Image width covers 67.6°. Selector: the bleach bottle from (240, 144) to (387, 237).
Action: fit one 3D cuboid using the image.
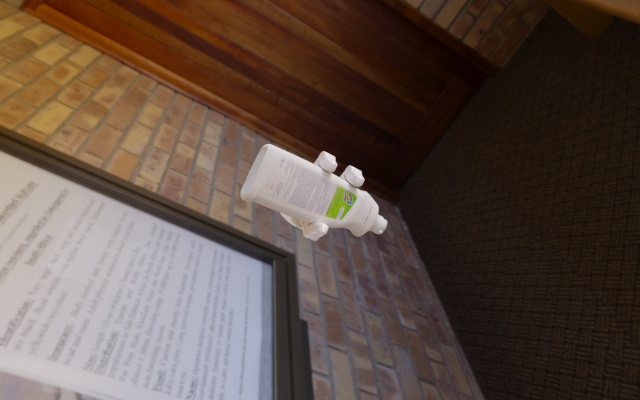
[{"bbox_3d":[0.000,0.003,0.803,0.251,0.102,0.068,26,-3,-20],"label":"bleach bottle"}]
